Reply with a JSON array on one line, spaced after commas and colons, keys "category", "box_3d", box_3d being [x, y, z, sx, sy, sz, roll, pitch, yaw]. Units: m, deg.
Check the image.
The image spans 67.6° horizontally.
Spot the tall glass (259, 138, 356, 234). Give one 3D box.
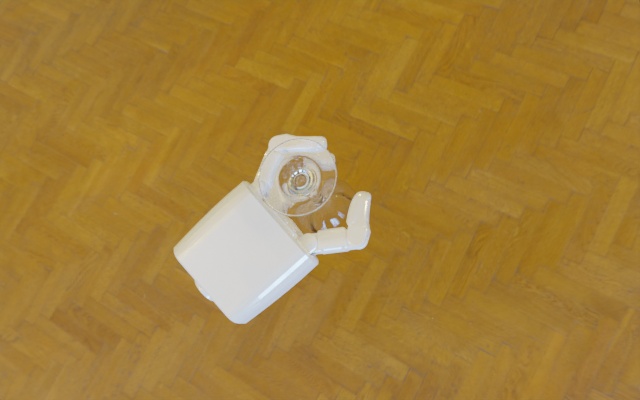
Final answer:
[{"category": "tall glass", "box_3d": [0.000, 0.002, 0.528, 0.079, 0.079, 0.201, 0, -13, 13]}]
